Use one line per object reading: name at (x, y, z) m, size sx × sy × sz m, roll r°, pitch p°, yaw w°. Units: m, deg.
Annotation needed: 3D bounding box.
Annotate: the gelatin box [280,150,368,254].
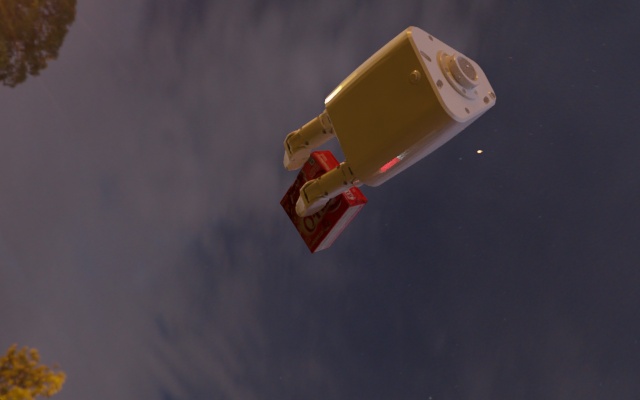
gelatin box at (0.000, 0.002, 0.513) m, size 0.030 × 0.073 × 0.089 m, roll -14°, pitch -29°, yaw -42°
